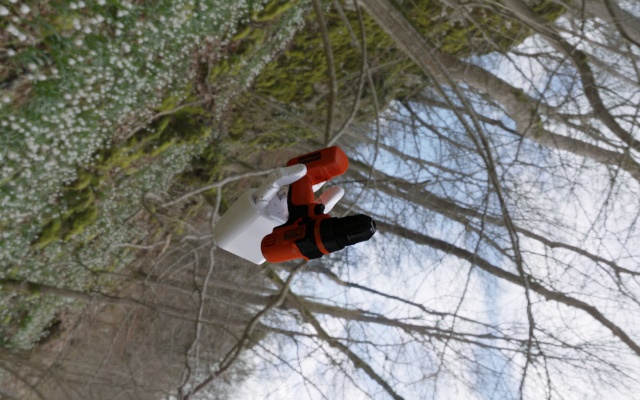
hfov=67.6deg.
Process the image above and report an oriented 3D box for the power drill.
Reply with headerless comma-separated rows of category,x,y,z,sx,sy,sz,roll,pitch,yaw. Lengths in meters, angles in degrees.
power drill,0.000,0.002,0.741,0.184,0.187,0.057,-14,-44,23
